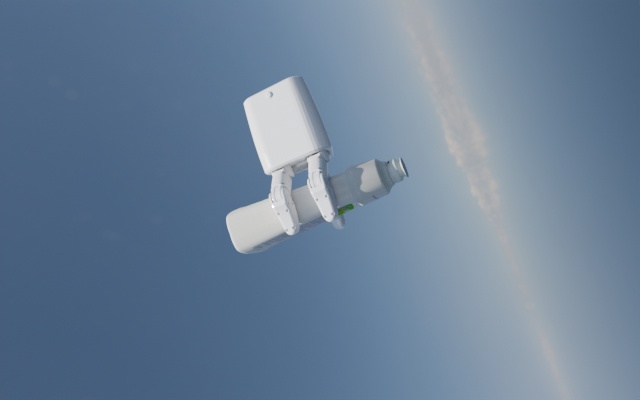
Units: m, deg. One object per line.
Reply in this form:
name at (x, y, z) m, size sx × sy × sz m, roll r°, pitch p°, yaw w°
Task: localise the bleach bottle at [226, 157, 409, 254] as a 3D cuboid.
bleach bottle at (0.000, 0.002, 0.657) m, size 0.251 × 0.068 × 0.102 m, roll -22°, pitch -7°, yaw 18°
